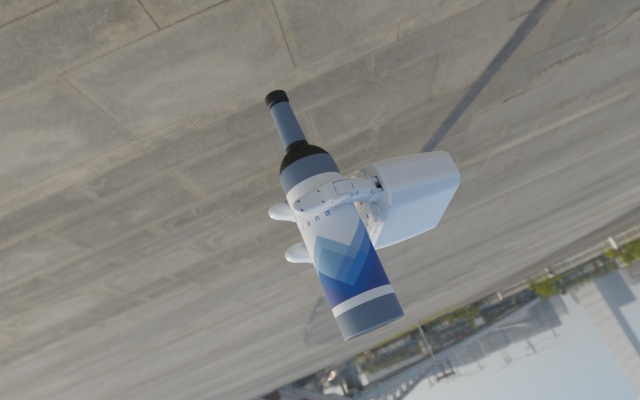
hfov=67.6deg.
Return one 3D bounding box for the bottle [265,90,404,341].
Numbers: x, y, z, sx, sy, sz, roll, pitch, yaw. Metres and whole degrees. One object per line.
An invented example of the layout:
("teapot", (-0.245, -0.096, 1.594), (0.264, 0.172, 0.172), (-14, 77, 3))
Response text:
("bottle", (0.000, 0.002, 0.531), (0.069, 0.295, 0.069), (-21, -19, -7))
